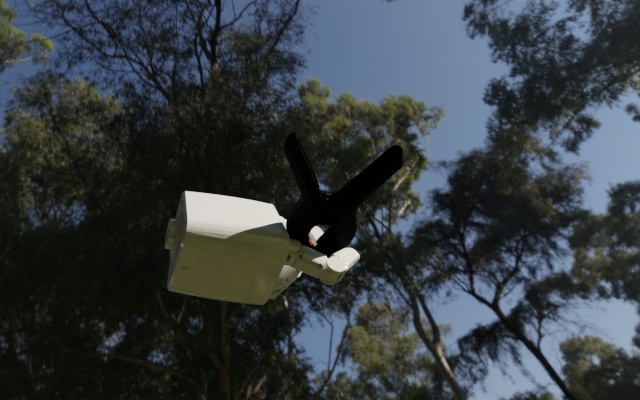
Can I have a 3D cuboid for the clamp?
[{"bbox_3d":[0.000,0.001,0.495,0.120,0.171,0.039,16,33,-16],"label":"clamp"}]
